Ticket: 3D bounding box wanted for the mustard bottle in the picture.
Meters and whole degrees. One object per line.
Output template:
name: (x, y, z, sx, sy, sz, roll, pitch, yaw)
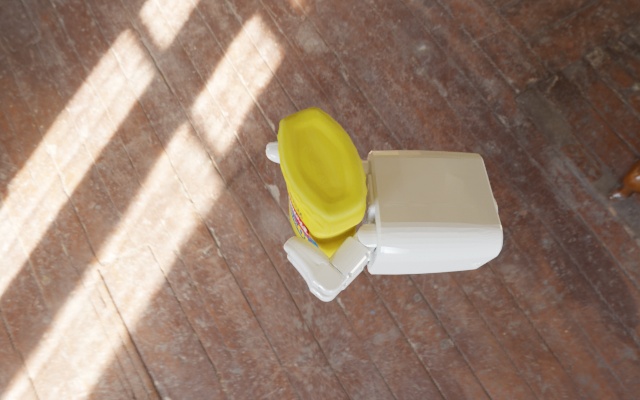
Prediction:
mustard bottle: (0.000, 0.001, 0.440, 0.058, 0.096, 0.192, -24, -17, -8)
